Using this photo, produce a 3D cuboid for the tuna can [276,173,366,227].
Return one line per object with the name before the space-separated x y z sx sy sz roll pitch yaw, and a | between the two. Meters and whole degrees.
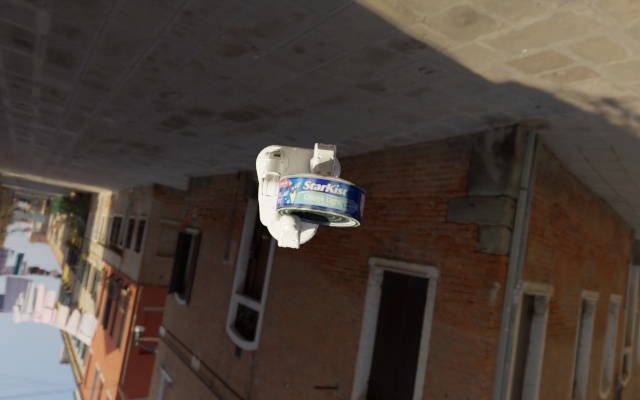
tuna can | 0.000 0.002 0.467 0.086 0.033 0.086 8 -11 2
